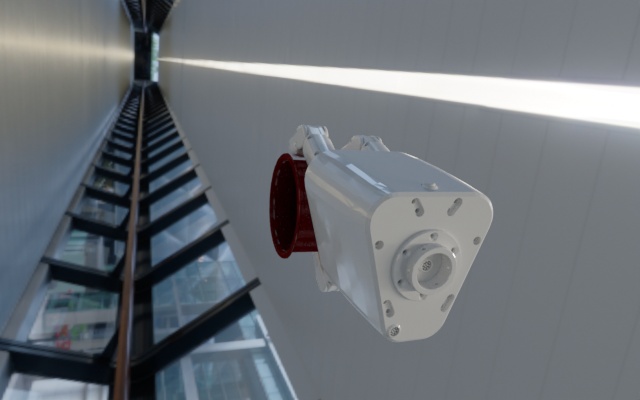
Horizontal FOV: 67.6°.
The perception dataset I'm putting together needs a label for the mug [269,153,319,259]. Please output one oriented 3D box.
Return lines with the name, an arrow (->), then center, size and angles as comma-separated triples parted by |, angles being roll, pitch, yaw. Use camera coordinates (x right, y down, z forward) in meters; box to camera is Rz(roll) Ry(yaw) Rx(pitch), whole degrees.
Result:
mug -> 0.000, 0.001, 0.447 | 0.081, 0.093, 0.117 | 1, 19, -21
